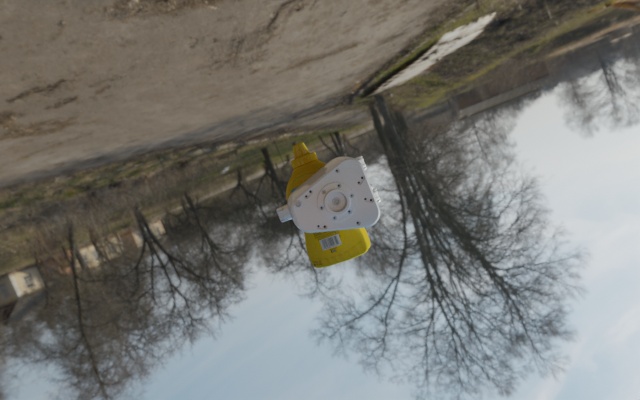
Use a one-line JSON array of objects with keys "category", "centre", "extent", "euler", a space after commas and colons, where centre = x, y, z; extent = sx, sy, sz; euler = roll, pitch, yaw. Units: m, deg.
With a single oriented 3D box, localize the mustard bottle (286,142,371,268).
[{"category": "mustard bottle", "centre": [0.000, 0.003, 0.738], "extent": [0.096, 0.191, 0.058], "euler": [-20, 5, 21]}]
